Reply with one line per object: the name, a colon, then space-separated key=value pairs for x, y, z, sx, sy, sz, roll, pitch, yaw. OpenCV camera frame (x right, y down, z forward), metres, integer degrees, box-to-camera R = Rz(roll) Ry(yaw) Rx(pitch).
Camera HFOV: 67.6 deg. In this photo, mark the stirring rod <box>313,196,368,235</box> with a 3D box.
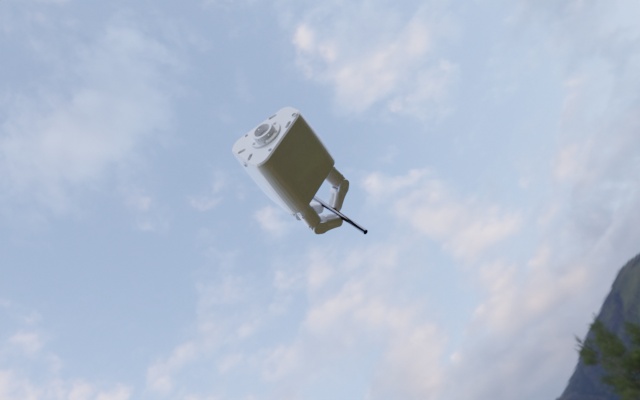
stirring rod: x=0.000 y=0.003 z=0.794 sx=0.011 sy=0.011 sz=0.239 roll=0 pitch=21 yaw=-37
